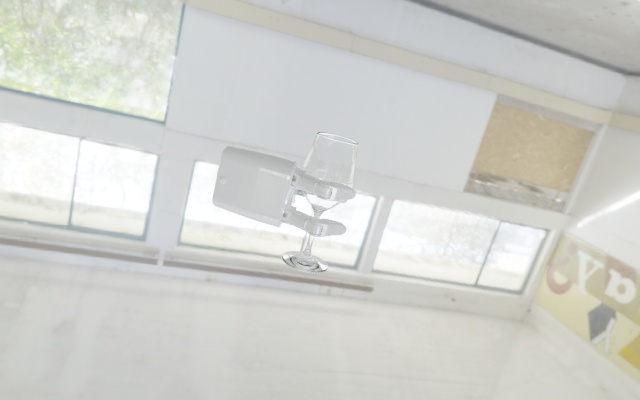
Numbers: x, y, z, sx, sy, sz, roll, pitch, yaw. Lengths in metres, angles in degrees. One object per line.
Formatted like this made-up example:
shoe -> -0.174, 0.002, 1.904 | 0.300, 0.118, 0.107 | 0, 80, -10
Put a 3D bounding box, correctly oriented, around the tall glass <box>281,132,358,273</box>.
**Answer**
tall glass -> 0.000, 0.003, 0.714 | 0.079, 0.201, 0.079 | 14, 14, -4
